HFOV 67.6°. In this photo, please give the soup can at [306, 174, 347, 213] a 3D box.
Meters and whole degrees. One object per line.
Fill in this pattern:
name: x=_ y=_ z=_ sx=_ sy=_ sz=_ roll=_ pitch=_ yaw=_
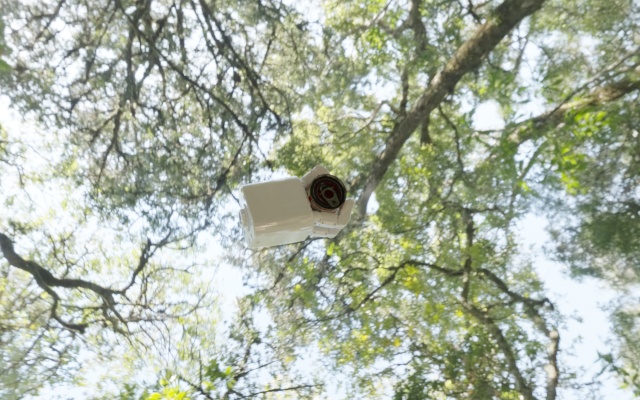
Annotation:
soup can: x=0.000 y=0.003 z=0.875 sx=0.068 sy=0.068 sz=0.102 roll=0 pitch=-21 yaw=-17
